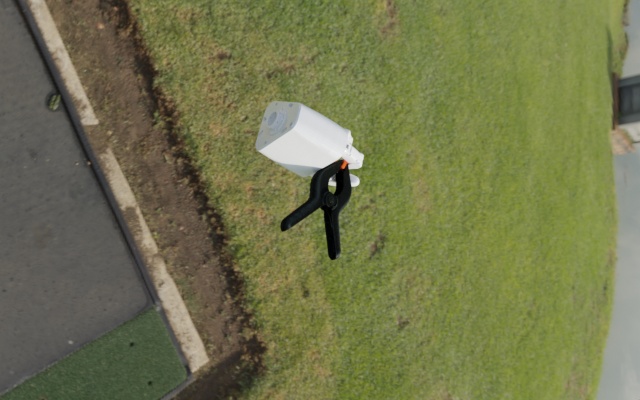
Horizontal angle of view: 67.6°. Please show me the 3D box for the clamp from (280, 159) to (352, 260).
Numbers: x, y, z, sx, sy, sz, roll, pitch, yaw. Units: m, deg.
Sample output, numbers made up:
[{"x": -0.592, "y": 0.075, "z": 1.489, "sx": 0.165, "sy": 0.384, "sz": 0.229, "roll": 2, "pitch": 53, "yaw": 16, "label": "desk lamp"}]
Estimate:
[{"x": 0.001, "y": 0.002, "z": 0.797, "sx": 0.120, "sy": 0.171, "sz": 0.039, "roll": 26, "pitch": -22, "yaw": -36, "label": "clamp"}]
